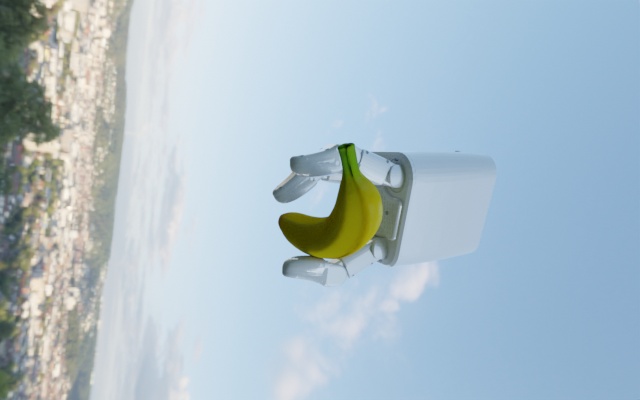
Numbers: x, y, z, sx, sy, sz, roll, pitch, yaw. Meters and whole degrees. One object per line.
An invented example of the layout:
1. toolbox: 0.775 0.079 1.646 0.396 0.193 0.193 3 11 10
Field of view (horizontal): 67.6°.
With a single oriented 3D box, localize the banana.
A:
1. banana: 0.007 0.018 0.410 0.037 0.069 0.198 -14 -13 -24
